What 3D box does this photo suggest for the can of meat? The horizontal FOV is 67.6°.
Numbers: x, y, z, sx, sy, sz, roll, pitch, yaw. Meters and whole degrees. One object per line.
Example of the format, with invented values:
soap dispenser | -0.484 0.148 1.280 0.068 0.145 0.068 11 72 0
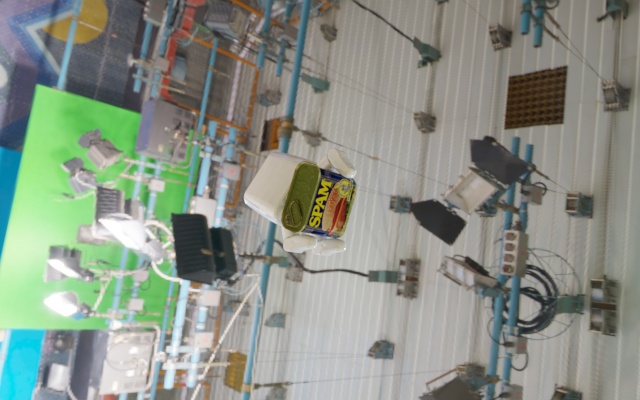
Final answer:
can of meat | 0.000 0.002 0.705 0.084 0.102 0.057 14 4 -41
